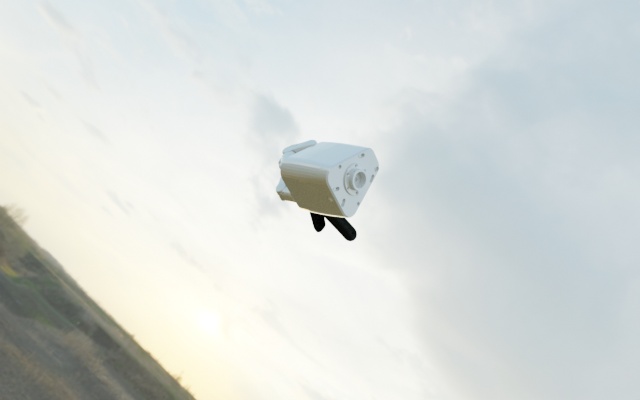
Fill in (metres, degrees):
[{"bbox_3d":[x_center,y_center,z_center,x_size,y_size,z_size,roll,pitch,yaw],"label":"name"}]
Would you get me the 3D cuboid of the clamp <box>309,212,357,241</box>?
[{"bbox_3d":[0.000,0.002,0.838,0.120,0.171,0.039,12,50,47],"label":"clamp"}]
